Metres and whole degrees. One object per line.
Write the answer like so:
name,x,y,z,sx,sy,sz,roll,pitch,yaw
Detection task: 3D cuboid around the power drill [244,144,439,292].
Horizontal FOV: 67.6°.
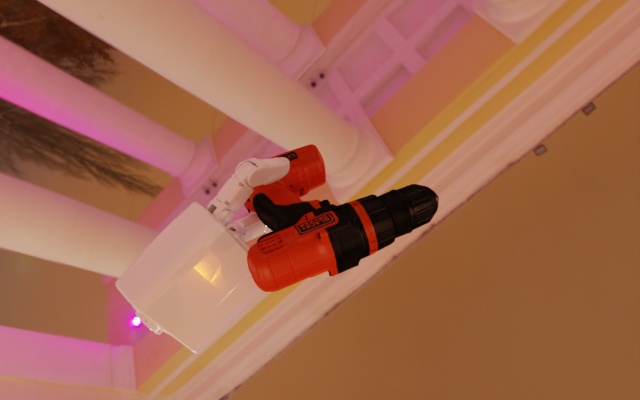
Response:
power drill,0.000,0.002,0.487,0.184,0.057,0.187,-20,29,-12
